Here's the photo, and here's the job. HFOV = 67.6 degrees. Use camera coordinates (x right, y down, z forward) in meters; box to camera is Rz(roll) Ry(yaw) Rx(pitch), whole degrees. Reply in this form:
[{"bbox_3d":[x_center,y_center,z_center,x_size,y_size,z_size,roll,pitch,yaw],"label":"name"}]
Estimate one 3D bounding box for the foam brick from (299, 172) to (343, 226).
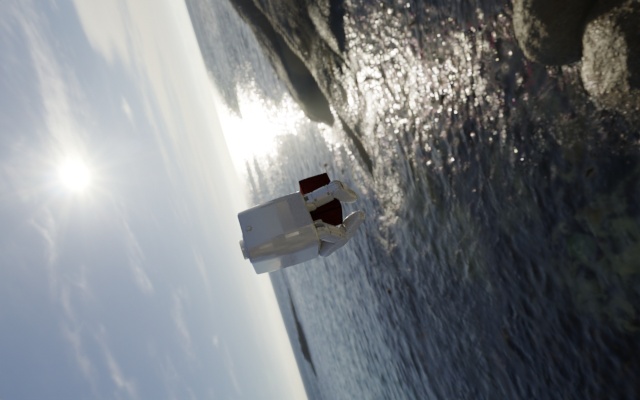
[{"bbox_3d":[0.000,0.002,0.791,0.051,0.078,0.053,-17,-37,-7],"label":"foam brick"}]
